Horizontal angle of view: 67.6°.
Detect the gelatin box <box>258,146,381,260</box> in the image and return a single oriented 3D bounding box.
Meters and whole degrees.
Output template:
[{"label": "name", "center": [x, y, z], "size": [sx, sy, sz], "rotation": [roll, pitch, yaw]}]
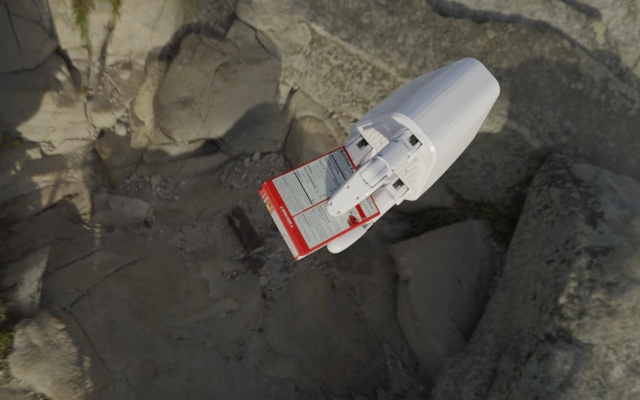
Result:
[{"label": "gelatin box", "center": [0.000, 0.001, 0.434], "size": [0.089, 0.073, 0.030], "rotation": [-27, -6, -23]}]
